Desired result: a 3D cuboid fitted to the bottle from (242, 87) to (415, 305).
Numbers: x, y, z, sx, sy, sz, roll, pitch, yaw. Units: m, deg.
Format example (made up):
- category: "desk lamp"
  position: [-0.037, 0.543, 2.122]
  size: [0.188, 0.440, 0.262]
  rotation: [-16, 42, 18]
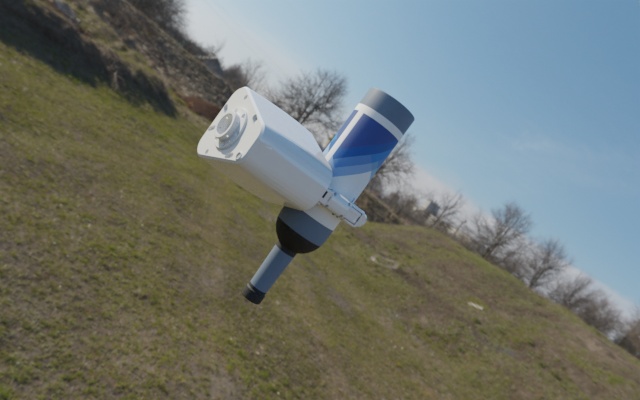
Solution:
- category: "bottle"
  position: [0.000, 0.002, 0.583]
  size: [0.069, 0.296, 0.069]
  rotation: [36, 3, -2]
